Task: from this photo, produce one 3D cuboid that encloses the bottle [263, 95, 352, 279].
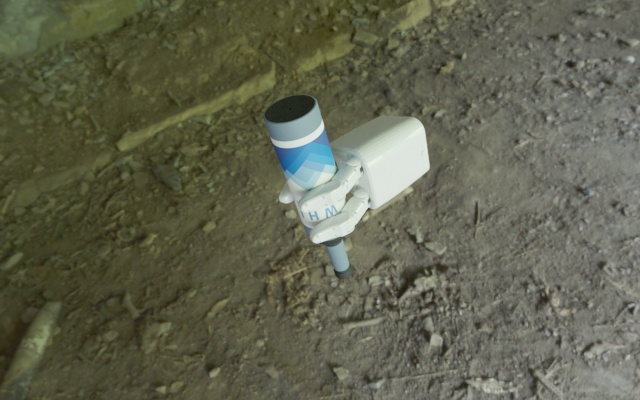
[{"bbox_3d":[0.000,0.002,0.652,0.069,0.296,0.069,-11,38,9],"label":"bottle"}]
